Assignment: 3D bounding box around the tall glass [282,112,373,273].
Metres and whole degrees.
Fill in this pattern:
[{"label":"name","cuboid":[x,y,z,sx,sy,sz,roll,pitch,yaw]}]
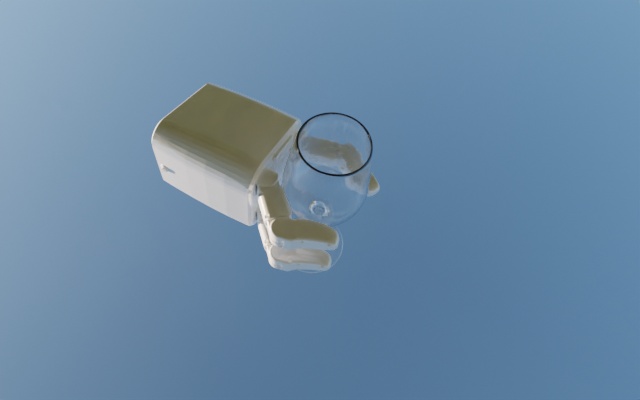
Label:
[{"label":"tall glass","cuboid":[0.000,0.002,0.463,0.079,0.079,0.201,0,-28,-8]}]
